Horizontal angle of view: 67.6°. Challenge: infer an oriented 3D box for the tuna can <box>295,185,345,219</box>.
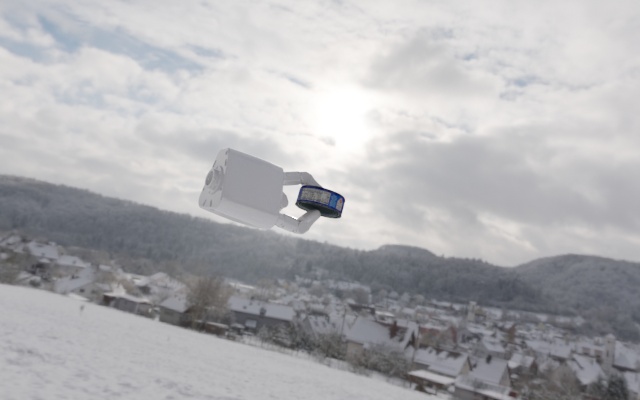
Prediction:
[{"bbox_3d":[0.000,0.002,0.846,0.086,0.033,0.086,15,-13,4],"label":"tuna can"}]
